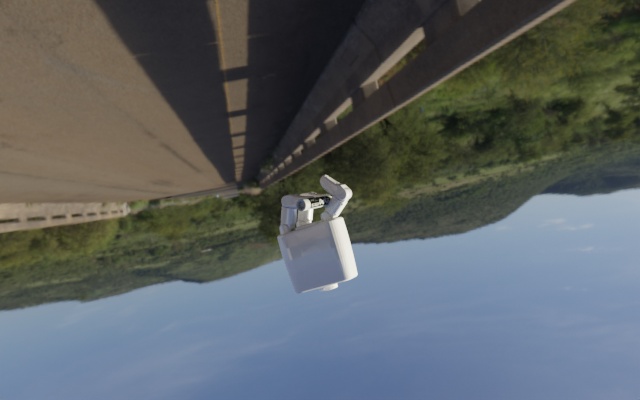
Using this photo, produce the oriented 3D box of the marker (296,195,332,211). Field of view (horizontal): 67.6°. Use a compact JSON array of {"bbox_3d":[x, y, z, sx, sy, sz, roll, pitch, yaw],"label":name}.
[{"bbox_3d":[0.000,0.003,0.798,0.020,0.020,0.121,0,5,31],"label":"marker"}]
